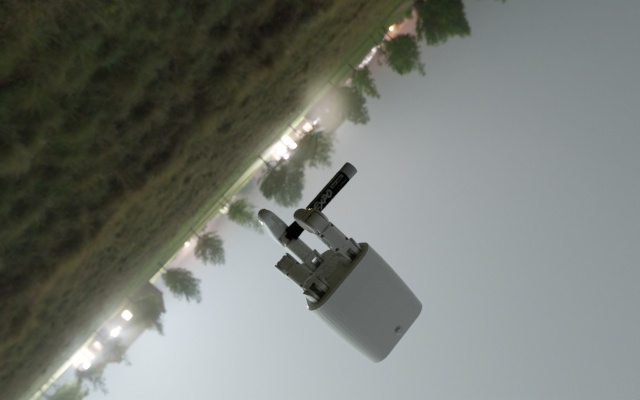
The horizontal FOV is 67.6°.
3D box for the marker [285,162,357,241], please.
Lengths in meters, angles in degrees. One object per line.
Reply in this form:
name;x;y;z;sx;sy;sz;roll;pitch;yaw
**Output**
marker;0.000;0.002;0.587;0.020;0.121;0.020;40;-12;10
